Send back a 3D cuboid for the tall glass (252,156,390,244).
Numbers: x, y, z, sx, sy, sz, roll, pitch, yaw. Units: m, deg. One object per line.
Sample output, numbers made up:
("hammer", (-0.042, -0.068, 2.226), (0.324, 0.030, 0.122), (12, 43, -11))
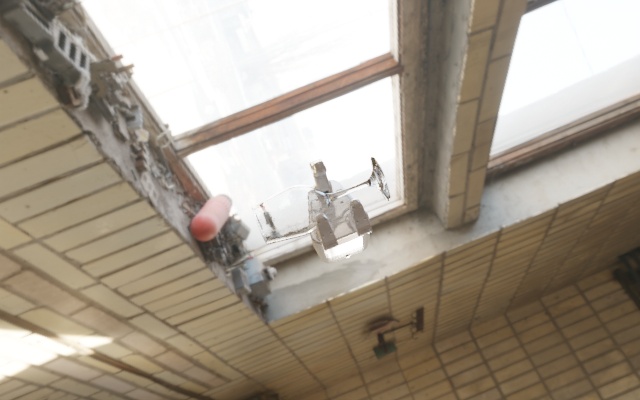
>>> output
("tall glass", (0.001, 0.002, 0.732), (0.201, 0.079, 0.079), (-21, 1, -3))
